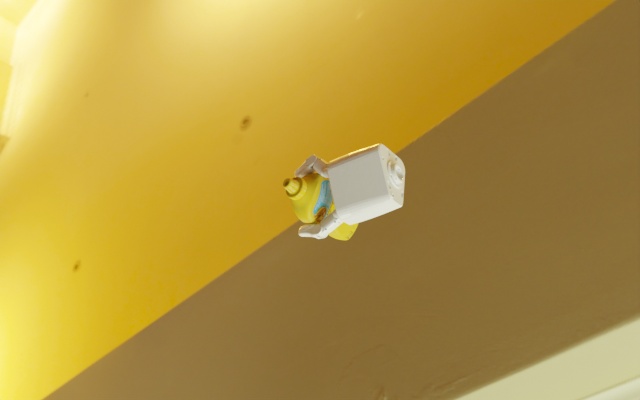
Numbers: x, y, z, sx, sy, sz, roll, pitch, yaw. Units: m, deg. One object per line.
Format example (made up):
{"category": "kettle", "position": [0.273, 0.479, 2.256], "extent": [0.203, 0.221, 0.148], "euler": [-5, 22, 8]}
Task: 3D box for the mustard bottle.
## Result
{"category": "mustard bottle", "position": [0.000, 0.003, 0.892], "extent": [0.058, 0.096, 0.192], "euler": [8, -15, 42]}
